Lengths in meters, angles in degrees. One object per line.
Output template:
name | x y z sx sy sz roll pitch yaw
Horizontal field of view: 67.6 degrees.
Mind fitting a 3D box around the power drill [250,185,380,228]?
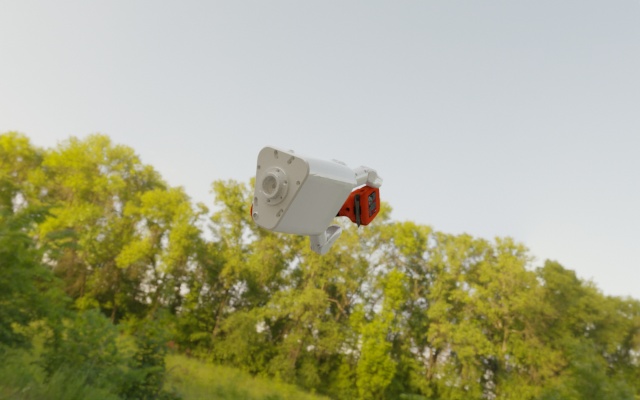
power drill | 0.000 0.003 0.789 0.187 0.057 0.184 -2 13 18
